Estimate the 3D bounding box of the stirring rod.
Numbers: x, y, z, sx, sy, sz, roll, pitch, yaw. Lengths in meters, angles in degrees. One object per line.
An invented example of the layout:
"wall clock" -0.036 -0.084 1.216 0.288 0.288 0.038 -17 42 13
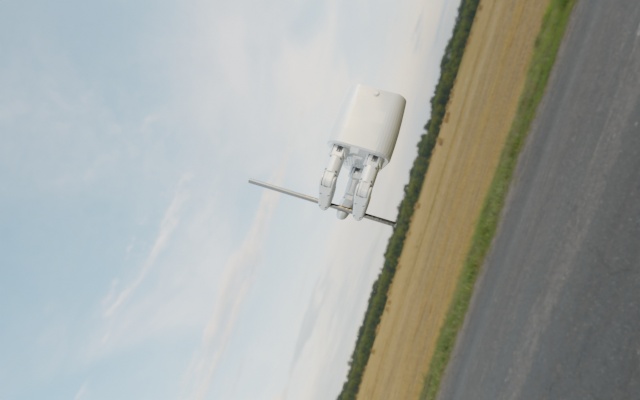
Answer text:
"stirring rod" 0.000 0.002 0.735 0.239 0.011 0.011 17 3 11
